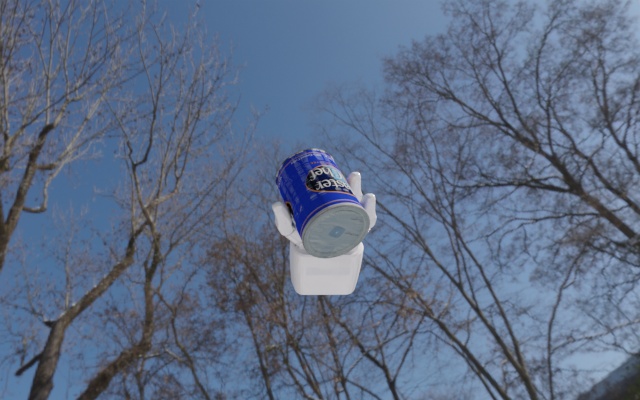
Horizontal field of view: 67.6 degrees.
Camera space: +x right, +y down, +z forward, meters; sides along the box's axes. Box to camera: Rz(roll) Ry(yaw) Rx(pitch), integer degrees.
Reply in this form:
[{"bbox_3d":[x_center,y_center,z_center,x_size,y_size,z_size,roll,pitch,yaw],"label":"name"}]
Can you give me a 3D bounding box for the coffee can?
[{"bbox_3d":[0.000,0.002,0.722,0.103,0.103,0.140,0,39,-26],"label":"coffee can"}]
